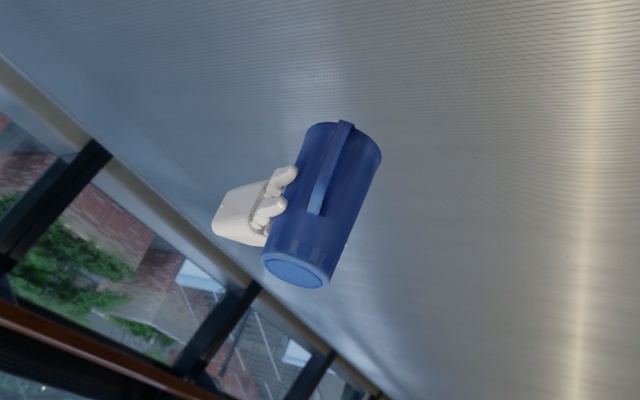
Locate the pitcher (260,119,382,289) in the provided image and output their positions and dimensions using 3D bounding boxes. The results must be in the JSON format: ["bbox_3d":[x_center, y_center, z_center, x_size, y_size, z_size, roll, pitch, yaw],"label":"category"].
[{"bbox_3d":[0.000,0.002,0.734,0.145,0.242,0.149,-6,-38,42],"label":"pitcher"}]
